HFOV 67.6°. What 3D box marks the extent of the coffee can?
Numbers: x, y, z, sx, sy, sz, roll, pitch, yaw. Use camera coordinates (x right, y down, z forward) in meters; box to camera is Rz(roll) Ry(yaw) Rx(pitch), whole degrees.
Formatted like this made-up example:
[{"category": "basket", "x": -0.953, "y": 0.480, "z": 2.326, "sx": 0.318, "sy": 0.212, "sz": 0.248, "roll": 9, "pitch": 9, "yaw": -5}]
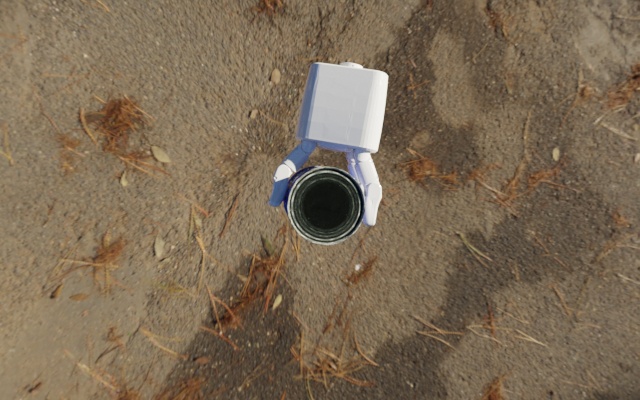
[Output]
[{"category": "coffee can", "x": 0.000, "y": 0.002, "z": 0.682, "sx": 0.103, "sy": 0.103, "sz": 0.140, "roll": 0, "pitch": 4, "yaw": -6}]
